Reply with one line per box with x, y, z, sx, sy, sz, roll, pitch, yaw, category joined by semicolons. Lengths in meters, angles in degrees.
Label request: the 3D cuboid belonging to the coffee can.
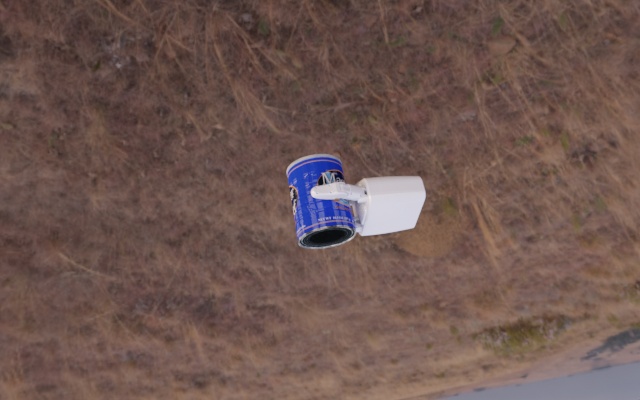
0.000;0.003;0.848;0.103;0.140;0.103;-9;-24;-4;coffee can
